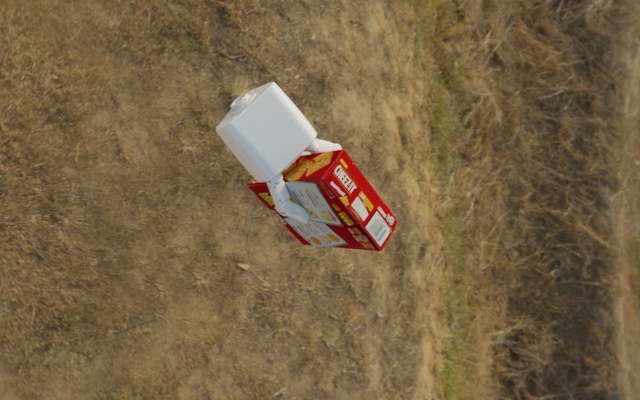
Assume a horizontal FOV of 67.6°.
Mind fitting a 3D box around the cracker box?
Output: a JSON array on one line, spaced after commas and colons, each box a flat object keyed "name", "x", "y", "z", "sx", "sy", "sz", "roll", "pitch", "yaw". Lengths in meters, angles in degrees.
[{"name": "cracker box", "x": 0.000, "y": 0.003, "z": 0.797, "sx": 0.213, "sy": 0.072, "sz": 0.164, "roll": -2, "pitch": -45, "yaw": 52}]
